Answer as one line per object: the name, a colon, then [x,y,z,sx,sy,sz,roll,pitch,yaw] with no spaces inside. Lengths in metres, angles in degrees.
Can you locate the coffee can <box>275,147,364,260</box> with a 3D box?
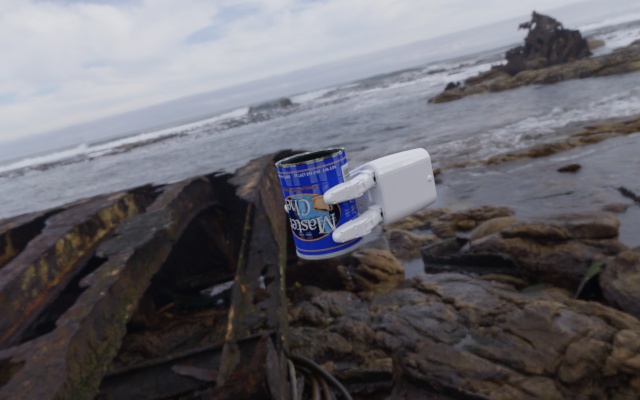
coffee can: [0.000,0.002,0.698,0.103,0.140,0.102,-12,13,3]
